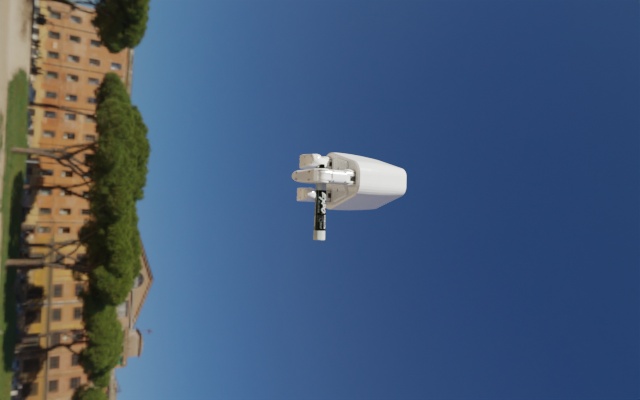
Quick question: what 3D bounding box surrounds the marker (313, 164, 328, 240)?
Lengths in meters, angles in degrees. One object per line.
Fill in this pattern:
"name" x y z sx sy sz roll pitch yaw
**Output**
"marker" 0.000 0.002 0.760 0.020 0.121 0.020 2 -1 0
